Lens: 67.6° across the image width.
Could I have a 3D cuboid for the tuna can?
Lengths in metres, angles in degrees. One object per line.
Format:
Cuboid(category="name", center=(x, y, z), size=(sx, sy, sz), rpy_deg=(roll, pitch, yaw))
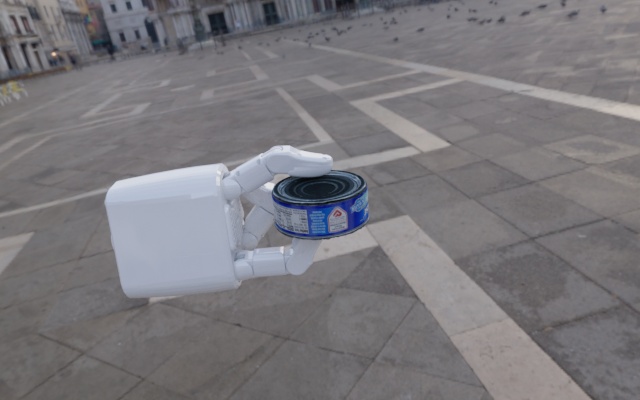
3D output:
Cuboid(category="tuna can", center=(0.000, 0.001, 0.424), size=(0.086, 0.034, 0.086), rpy_deg=(-4, 22, 2))
